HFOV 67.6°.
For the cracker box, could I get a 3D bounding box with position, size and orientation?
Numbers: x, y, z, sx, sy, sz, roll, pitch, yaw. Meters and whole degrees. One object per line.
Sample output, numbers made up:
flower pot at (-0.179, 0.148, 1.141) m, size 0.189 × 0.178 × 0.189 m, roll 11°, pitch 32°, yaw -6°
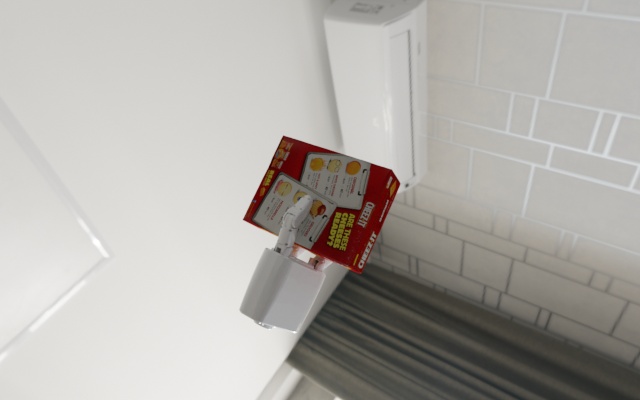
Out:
cracker box at (0.000, 0.002, 0.784) m, size 0.213 × 0.164 × 0.072 m, roll 21°, pitch -8°, yaw 29°
